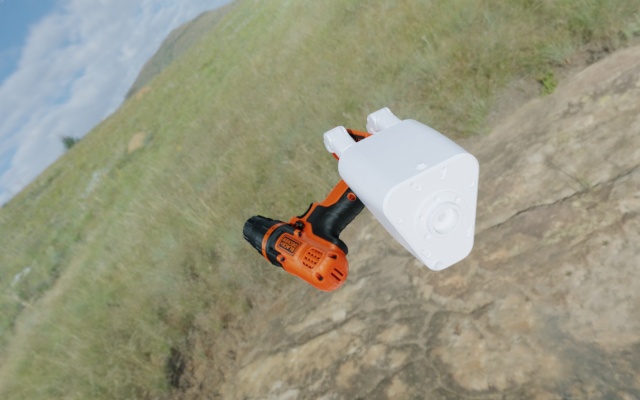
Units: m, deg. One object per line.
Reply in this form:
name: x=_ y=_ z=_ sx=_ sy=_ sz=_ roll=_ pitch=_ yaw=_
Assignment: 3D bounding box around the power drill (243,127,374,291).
power drill: x=0.000 y=0.002 z=0.577 sx=0.184 sy=0.187 sz=0.057 roll=22 pitch=-14 yaw=48
